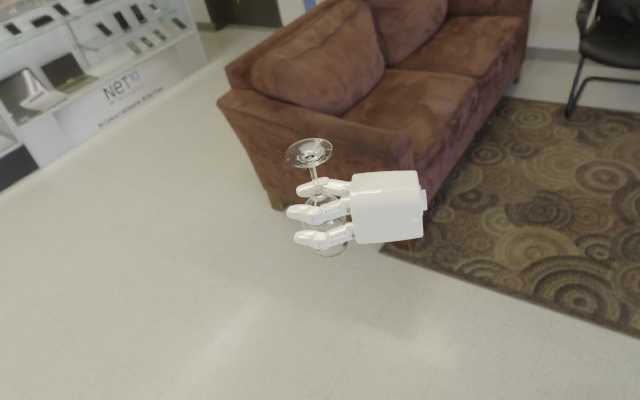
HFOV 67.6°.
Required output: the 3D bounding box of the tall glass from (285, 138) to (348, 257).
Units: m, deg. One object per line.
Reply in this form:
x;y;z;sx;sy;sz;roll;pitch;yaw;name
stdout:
0.000;0.002;0.777;0.079;0.201;0.079;-8;40;6;tall glass
